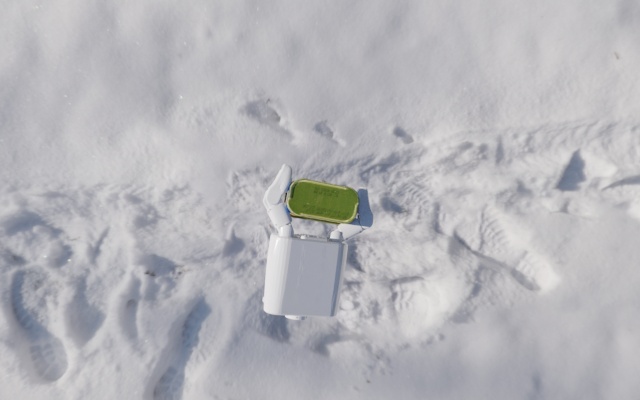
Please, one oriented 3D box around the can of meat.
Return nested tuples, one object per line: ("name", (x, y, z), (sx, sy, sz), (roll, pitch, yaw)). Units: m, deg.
("can of meat", (0.000, 0.002, 0.680), (0.102, 0.057, 0.084), (10, -2, -5))
